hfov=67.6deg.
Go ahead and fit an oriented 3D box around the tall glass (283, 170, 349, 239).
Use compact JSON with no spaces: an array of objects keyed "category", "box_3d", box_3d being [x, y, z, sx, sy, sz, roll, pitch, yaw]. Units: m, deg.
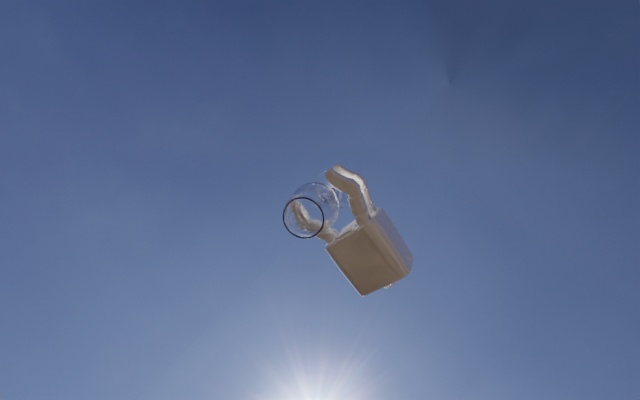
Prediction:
[{"category":"tall glass","box_3d":[0.000,0.002,0.774,0.079,0.079,0.201,0,13,15]}]
